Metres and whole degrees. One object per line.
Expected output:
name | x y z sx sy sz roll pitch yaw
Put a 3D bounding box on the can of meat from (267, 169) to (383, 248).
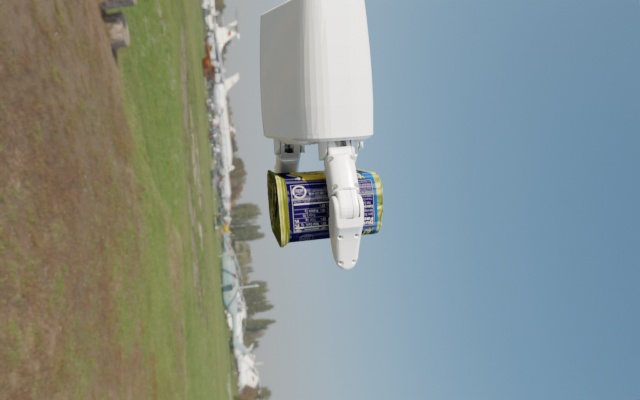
can of meat | 0.000 0.001 0.415 0.084 0.057 0.102 -5 8 -11
